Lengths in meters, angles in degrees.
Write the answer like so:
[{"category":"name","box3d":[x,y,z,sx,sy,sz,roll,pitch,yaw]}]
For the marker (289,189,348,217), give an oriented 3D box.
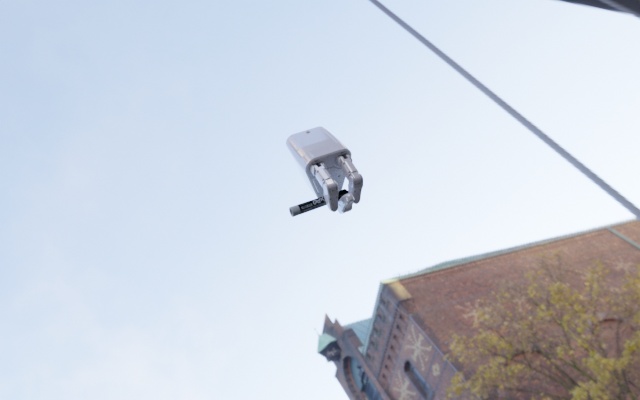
[{"category":"marker","box3d":[0.000,0.003,0.887,0.121,0.020,0.020,-19,6,-19]}]
